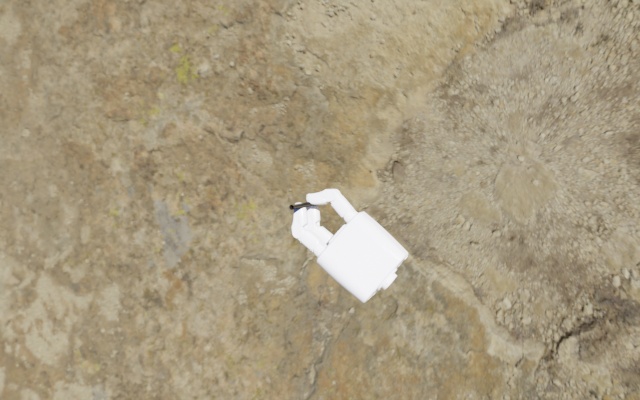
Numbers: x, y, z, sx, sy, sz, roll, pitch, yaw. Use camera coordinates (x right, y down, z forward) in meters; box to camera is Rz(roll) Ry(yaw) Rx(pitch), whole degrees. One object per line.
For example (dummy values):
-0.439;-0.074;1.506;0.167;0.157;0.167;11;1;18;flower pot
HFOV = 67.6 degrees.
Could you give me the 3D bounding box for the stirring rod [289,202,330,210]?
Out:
0.000;0.003;0.873;0.011;0.011;0.239;0;4;23;stirring rod
